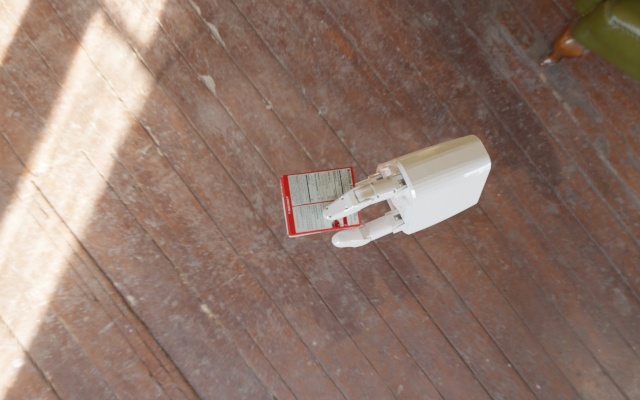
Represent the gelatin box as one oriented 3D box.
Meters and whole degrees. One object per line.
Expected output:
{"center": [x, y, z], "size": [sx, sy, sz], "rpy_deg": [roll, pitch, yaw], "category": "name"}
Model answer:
{"center": [0.000, 0.002, 0.573], "size": [0.089, 0.073, 0.030], "rpy_deg": [-8, -6, -8], "category": "gelatin box"}
